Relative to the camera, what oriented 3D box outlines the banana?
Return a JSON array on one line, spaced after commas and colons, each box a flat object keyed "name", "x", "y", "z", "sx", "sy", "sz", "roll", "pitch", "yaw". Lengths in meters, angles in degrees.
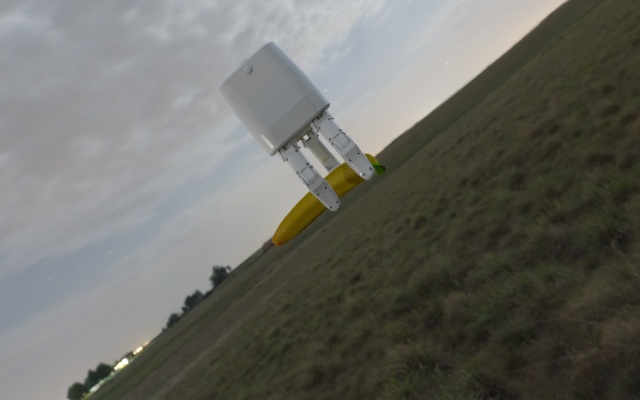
[{"name": "banana", "x": 0.008, "y": -0.007, "z": 0.634, "sx": 0.198, "sy": 0.037, "sz": 0.069, "roll": -38, "pitch": 8, "yaw": 30}]
